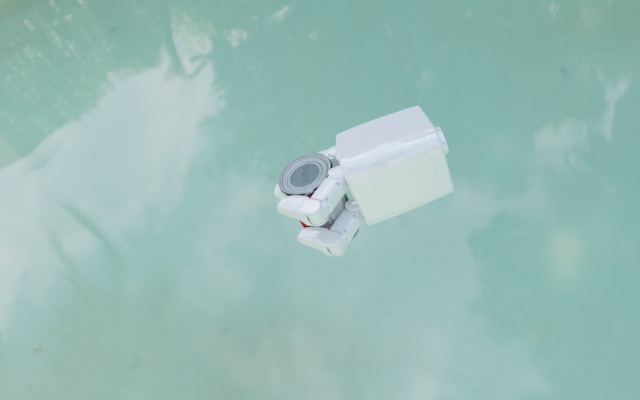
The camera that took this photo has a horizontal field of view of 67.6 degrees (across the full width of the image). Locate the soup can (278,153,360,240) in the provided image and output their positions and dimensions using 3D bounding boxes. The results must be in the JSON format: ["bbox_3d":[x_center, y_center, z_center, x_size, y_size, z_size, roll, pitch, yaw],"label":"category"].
[{"bbox_3d":[0.000,0.002,0.568,0.068,0.068,0.102,0,-40,28],"label":"soup can"}]
